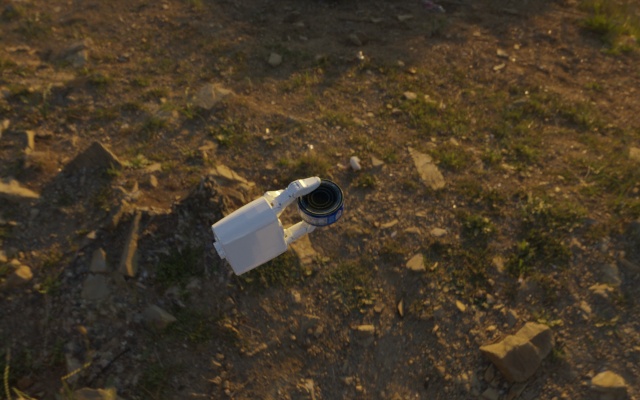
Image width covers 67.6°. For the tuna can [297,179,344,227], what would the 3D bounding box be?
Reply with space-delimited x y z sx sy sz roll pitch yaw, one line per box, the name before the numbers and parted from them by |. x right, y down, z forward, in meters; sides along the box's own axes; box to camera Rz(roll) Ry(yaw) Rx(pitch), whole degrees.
tuna can | 0.000 0.002 0.860 0.086 0.086 0.034 0 -36 1
